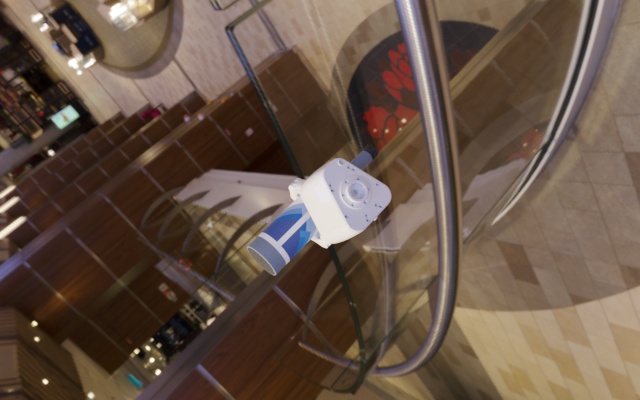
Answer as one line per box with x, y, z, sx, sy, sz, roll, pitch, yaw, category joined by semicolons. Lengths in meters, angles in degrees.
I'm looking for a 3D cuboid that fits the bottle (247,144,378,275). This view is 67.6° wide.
0.000;0.003;0.835;0.295;0.069;0.069;-45;20;-21;bottle
